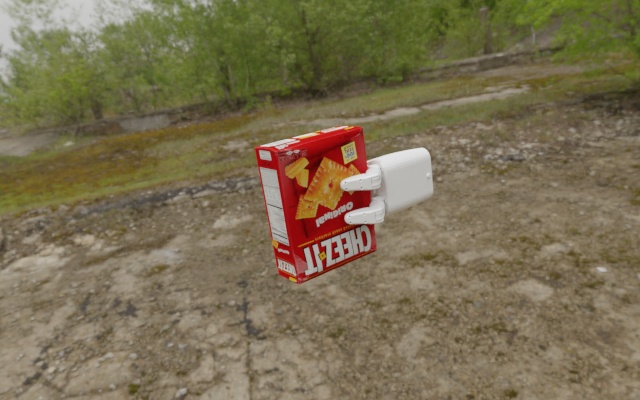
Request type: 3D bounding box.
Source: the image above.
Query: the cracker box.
[{"bbox_3d":[0.000,0.002,0.756,0.164,0.214,0.072,-19,19,-31],"label":"cracker box"}]
